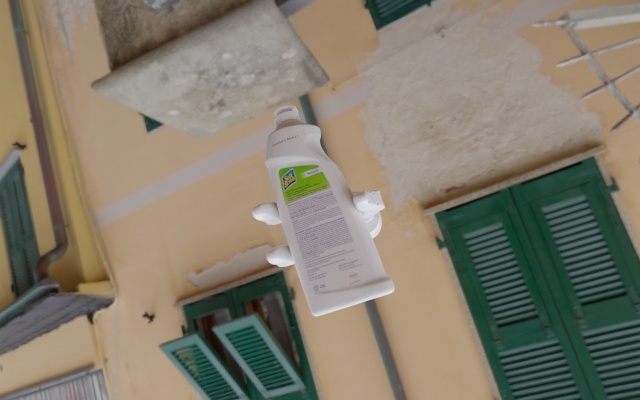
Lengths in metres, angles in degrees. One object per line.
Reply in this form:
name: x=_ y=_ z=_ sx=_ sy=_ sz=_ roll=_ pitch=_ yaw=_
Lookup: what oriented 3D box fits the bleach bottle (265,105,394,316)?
bleach bottle: x=0.000 y=0.002 z=0.569 sx=0.102 sy=0.250 sz=0.068 roll=-19 pitch=-12 yaw=5
